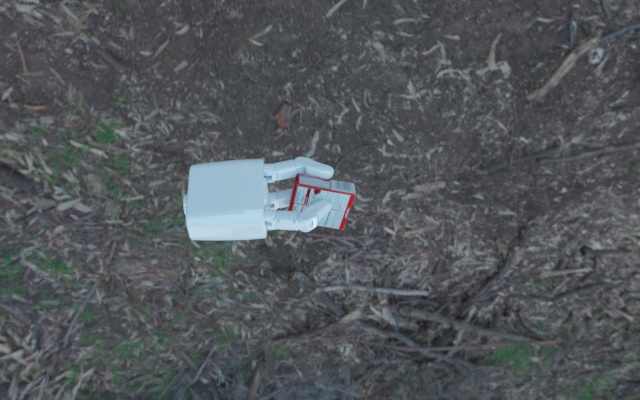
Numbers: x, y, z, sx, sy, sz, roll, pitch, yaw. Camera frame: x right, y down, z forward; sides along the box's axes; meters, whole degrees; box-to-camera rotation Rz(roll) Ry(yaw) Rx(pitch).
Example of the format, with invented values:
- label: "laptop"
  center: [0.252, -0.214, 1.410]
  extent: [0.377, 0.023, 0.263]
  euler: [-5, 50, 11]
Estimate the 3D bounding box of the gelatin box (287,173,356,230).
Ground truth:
- label: "gelatin box"
  center: [0.000, 0.003, 0.703]
  extent: [0.089, 0.073, 0.030]
  euler: [10, 39, -8]
